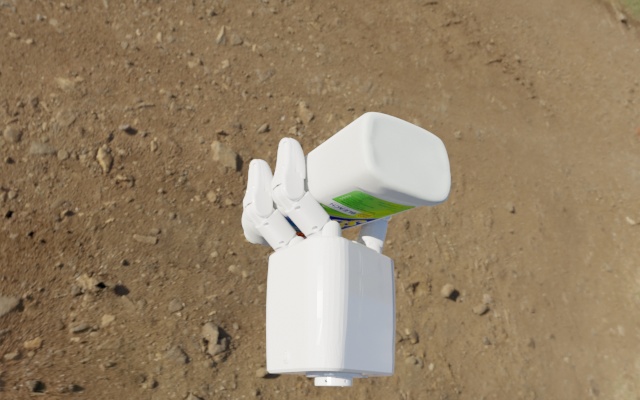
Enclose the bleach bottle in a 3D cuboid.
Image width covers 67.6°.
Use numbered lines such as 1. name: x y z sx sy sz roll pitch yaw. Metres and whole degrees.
1. bleach bottle: 0.000 0.001 0.477 0.102 0.068 0.251 16 -27 -31
